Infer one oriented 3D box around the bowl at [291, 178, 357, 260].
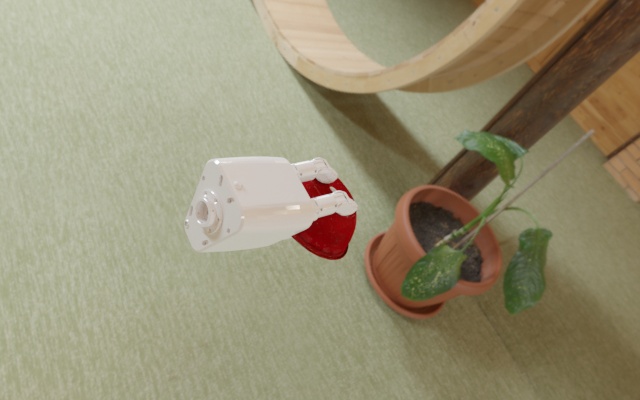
[{"bbox_3d":[0.001,0.002,0.674,0.055,0.162,0.162,-41,-20,24],"label":"bowl"}]
